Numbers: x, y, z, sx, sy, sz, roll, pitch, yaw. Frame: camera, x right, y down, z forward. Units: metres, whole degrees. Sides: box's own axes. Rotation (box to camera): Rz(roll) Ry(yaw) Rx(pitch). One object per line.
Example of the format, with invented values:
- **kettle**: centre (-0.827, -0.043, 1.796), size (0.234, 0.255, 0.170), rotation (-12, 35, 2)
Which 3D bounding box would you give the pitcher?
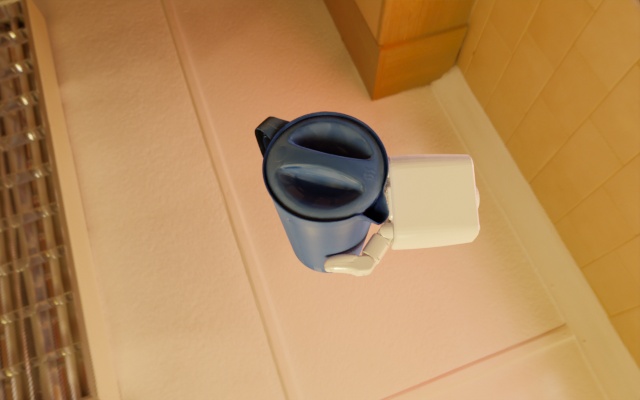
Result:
- **pitcher**: centre (0.000, 0.002, 0.605), size (0.145, 0.149, 0.243), rotation (-4, -24, -1)
